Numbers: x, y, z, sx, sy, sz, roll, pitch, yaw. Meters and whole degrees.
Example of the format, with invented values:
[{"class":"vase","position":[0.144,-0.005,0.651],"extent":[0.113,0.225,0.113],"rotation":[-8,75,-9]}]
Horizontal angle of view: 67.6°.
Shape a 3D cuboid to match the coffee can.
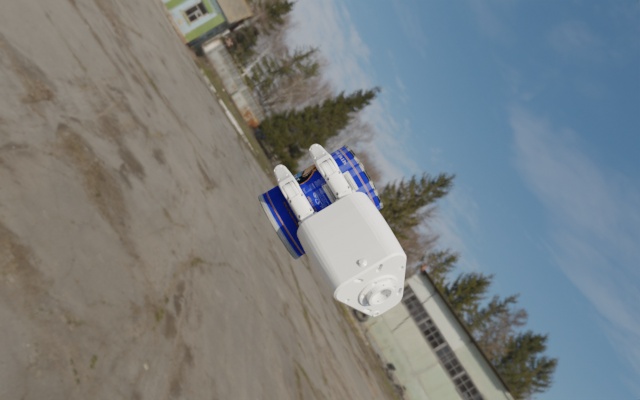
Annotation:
[{"class":"coffee can","position":[0.000,0.002,0.660],"extent":[0.140,0.103,0.103],"rotation":[-31,1,-1]}]
